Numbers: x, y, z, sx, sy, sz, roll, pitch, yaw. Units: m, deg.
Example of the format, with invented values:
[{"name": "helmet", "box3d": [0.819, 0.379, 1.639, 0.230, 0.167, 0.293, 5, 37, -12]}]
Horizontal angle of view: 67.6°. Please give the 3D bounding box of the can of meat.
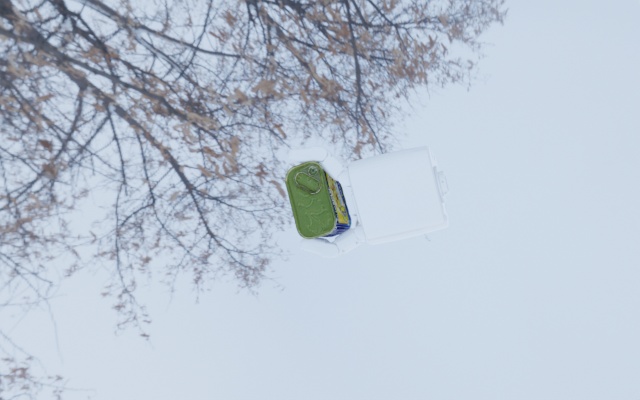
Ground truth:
[{"name": "can of meat", "box3d": [0.000, 0.002, 0.669, 0.057, 0.102, 0.084, -18, -10, 18]}]
